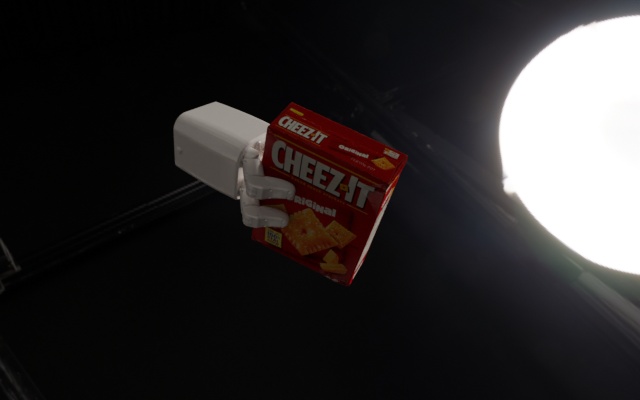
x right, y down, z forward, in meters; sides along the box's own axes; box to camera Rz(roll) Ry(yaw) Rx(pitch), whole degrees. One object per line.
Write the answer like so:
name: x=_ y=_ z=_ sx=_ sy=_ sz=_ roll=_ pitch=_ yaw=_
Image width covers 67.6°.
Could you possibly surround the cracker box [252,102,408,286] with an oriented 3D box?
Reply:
cracker box: x=0.000 y=0.002 z=0.638 sx=0.164 sy=0.214 sz=0.072 roll=26 pitch=46 yaw=10
